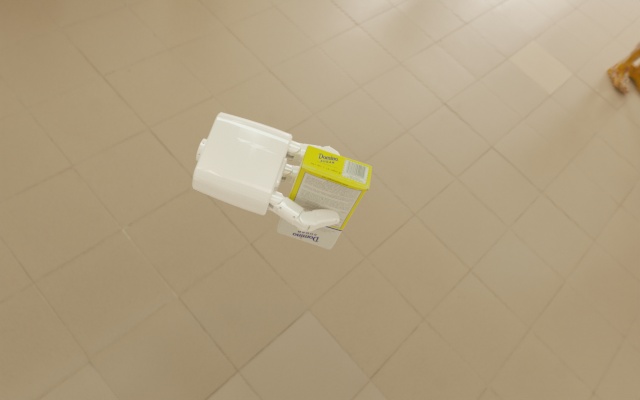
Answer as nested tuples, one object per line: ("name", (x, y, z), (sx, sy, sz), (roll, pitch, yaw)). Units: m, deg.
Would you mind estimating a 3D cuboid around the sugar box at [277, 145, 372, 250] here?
("sugar box", (0.000, 0.002, 0.685), (0.093, 0.048, 0.176), (19, -33, -6))
